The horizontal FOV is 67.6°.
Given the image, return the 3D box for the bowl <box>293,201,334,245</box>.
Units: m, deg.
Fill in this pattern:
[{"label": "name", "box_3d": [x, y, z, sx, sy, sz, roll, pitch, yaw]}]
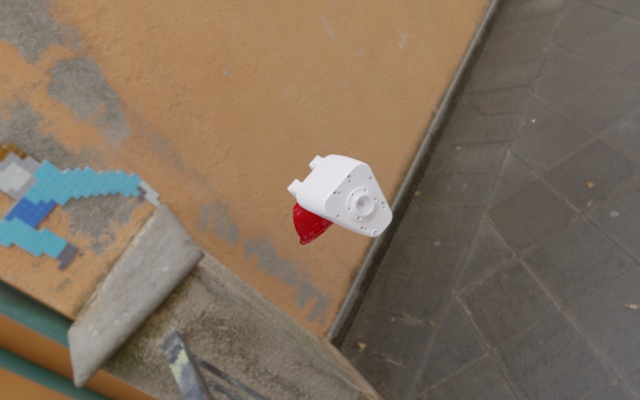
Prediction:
[{"label": "bowl", "box_3d": [-0.001, 0.003, 0.869, 0.055, 0.162, 0.162, 43, -9, -10]}]
